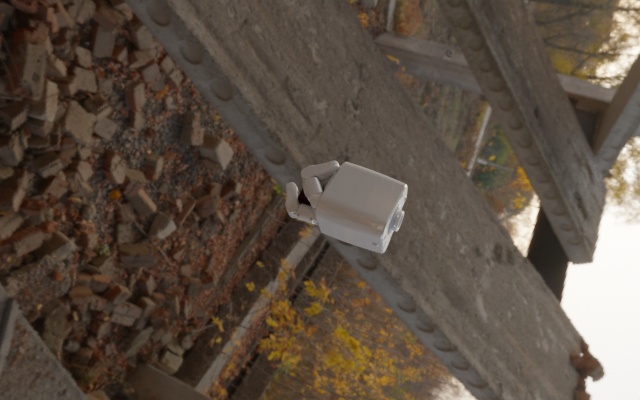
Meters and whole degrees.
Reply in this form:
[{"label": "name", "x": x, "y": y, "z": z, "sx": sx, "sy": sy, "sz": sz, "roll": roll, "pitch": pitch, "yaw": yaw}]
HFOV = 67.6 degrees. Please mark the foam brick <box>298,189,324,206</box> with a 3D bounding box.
[{"label": "foam brick", "x": 0.000, "y": 0.003, "z": 0.800, "sx": 0.051, "sy": 0.053, "sz": 0.078, "roll": 20, "pitch": -22, "yaw": 17}]
